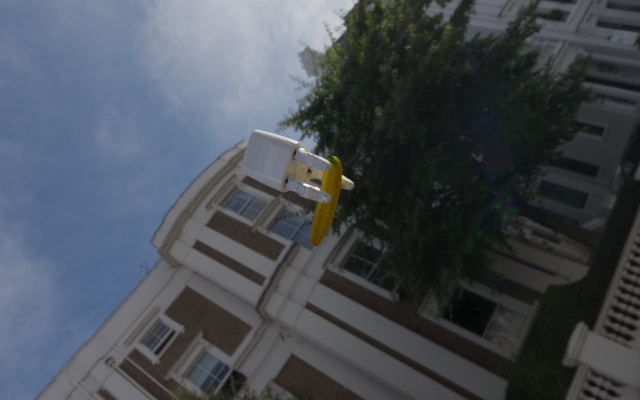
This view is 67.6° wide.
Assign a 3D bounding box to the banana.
[{"bbox_3d":[0.010,-0.007,0.911,0.037,0.198,0.069,23,32,23],"label":"banana"}]
